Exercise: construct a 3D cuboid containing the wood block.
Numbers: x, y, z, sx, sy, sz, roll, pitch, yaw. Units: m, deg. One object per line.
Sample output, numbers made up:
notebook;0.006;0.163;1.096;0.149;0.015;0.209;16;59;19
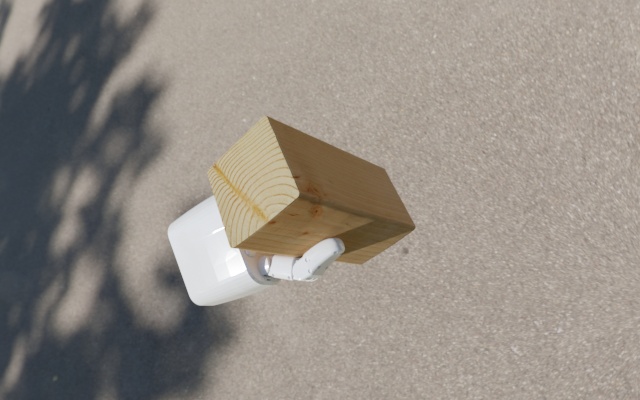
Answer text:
wood block;0.000;0.002;0.497;0.090;0.090;0.206;-38;-30;26
